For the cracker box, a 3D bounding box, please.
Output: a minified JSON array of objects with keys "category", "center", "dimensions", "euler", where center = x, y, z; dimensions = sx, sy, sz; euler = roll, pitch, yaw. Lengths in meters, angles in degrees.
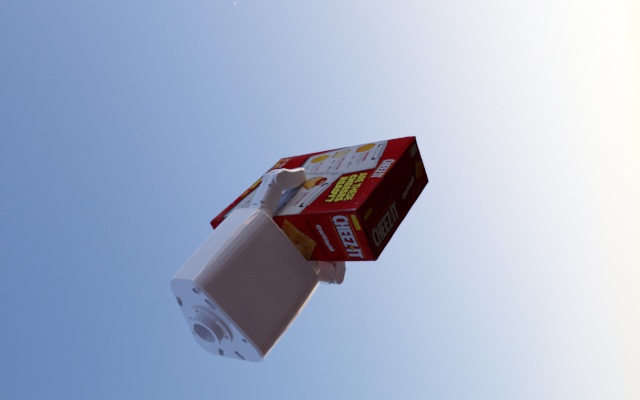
[{"category":"cracker box","center":[0.000,0.002,0.574],"dimensions":[0.214,0.072,0.164],"euler":[-5,29,37]}]
